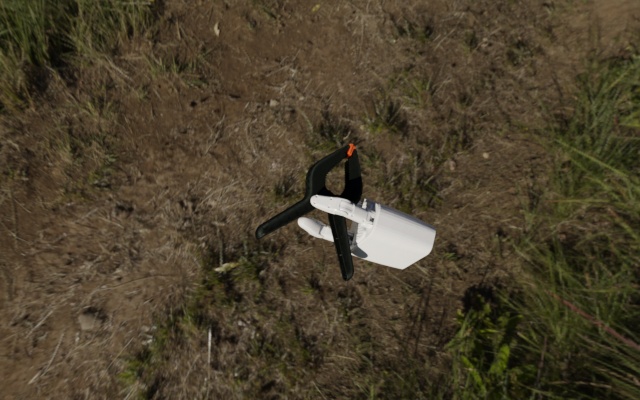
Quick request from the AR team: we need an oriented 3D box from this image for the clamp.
[{"bbox_3d":[0.001,0.002,0.744,0.164,0.210,0.036,20,-14,-14],"label":"clamp"}]
